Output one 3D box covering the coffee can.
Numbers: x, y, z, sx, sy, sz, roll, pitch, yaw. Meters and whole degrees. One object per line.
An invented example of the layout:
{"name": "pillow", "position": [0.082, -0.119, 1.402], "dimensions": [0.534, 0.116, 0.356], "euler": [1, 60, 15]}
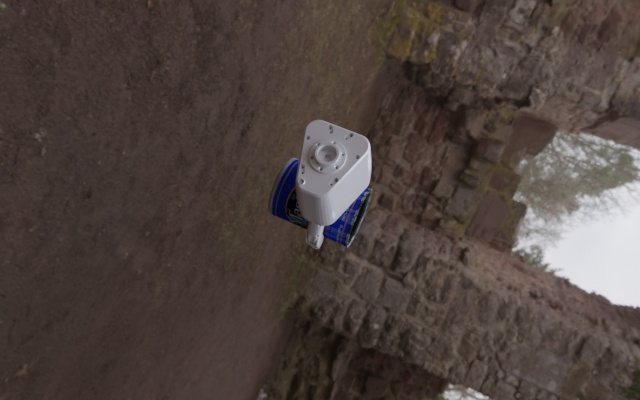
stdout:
{"name": "coffee can", "position": [0.000, 0.003, 0.781], "dimensions": [0.140, 0.103, 0.103], "euler": [23, 5, 12]}
